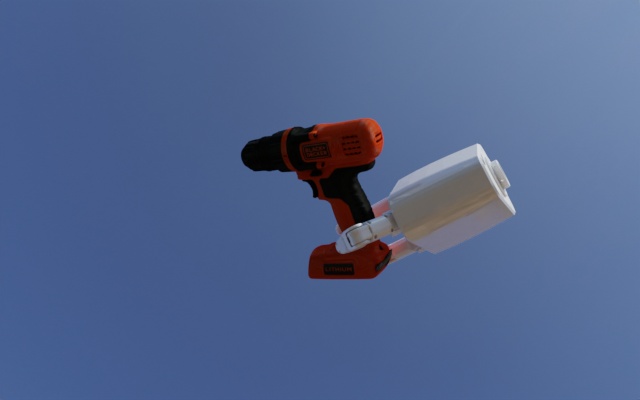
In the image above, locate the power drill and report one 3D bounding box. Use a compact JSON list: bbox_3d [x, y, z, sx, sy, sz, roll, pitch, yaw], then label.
[{"bbox_3d":[0.000,0.002,0.571,0.184,0.188,0.057,-4,21,32],"label":"power drill"}]
